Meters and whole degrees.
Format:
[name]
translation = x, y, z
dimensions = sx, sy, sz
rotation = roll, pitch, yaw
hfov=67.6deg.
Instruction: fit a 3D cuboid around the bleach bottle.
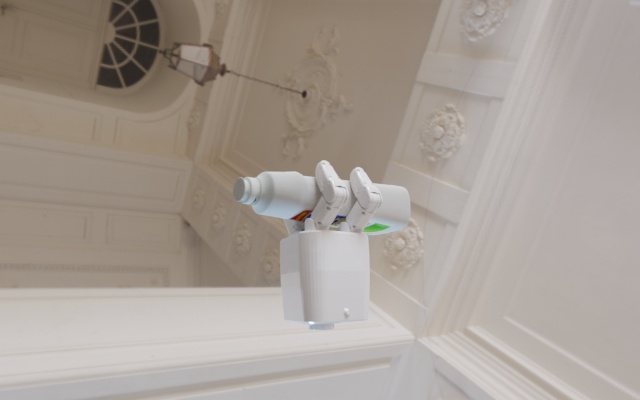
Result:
[bleach bottle]
translation = 0.000, 0.002, 0.624
dimensions = 0.251, 0.068, 0.102
rotation = 8, -15, -38
